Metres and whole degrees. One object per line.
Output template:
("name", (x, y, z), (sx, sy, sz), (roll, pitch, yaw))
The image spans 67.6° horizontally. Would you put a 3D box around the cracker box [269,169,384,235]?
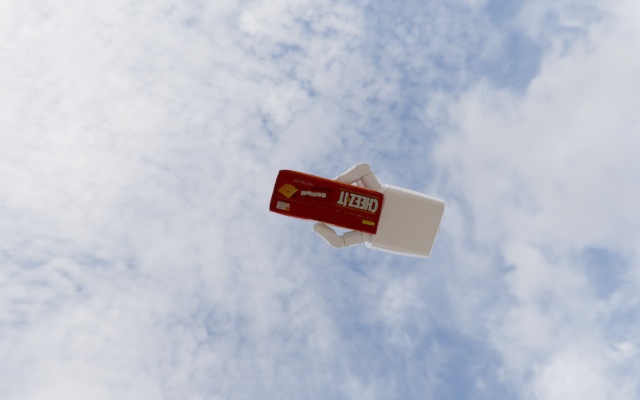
("cracker box", (0.000, 0.003, 0.799), (0.164, 0.072, 0.213), (13, -3, -6))
